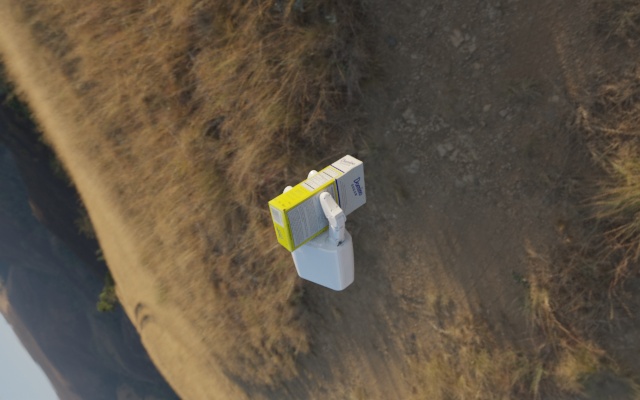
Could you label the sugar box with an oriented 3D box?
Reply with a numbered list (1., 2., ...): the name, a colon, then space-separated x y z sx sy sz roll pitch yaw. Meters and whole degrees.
1. sugar box: 0.000 0.003 0.820 0.176 0.093 0.048 -34 45 -29
